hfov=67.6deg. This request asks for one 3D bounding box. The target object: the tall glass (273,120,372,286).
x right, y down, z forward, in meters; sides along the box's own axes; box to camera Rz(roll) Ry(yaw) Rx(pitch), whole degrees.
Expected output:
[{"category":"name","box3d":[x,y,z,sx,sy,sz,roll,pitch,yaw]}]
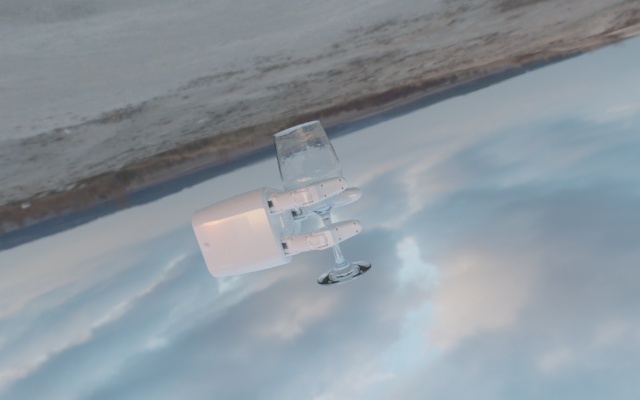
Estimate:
[{"category":"tall glass","box3d":[0.000,0.003,0.610,0.079,0.201,0.079,-18,8,2]}]
